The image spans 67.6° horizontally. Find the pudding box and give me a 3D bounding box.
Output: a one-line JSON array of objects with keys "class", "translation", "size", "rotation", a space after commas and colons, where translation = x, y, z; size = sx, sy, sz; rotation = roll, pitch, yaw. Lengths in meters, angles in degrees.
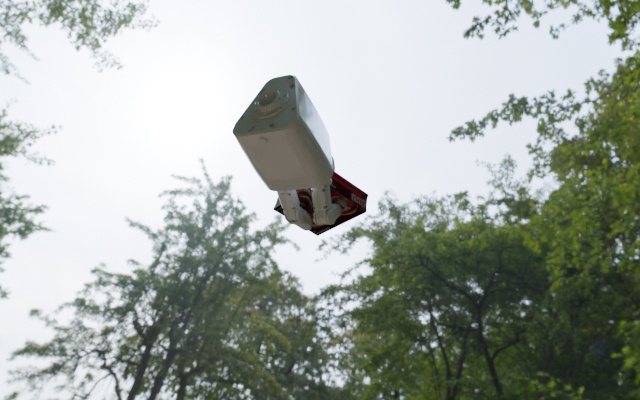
[{"class": "pudding box", "translation": [0.000, 0.002, 0.701], "size": [0.090, 0.039, 0.113], "rotation": [33, -38, -26]}]
